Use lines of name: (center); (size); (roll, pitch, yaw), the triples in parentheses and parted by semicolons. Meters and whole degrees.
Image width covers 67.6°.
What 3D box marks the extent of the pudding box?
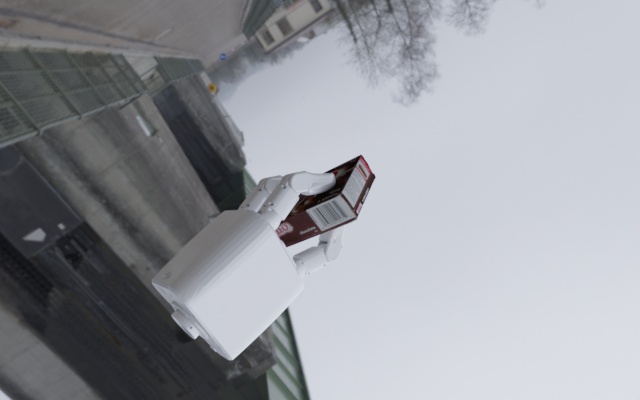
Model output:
pudding box: (0.000, 0.002, 0.547); (0.113, 0.039, 0.090); (-22, 23, 32)
